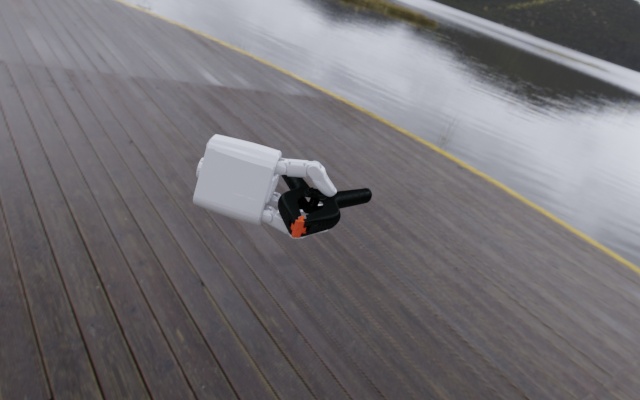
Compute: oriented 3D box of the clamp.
[{"bbox_3d":[0.000,0.002,0.736,0.164,0.036,0.210,15,25,-1],"label":"clamp"}]
